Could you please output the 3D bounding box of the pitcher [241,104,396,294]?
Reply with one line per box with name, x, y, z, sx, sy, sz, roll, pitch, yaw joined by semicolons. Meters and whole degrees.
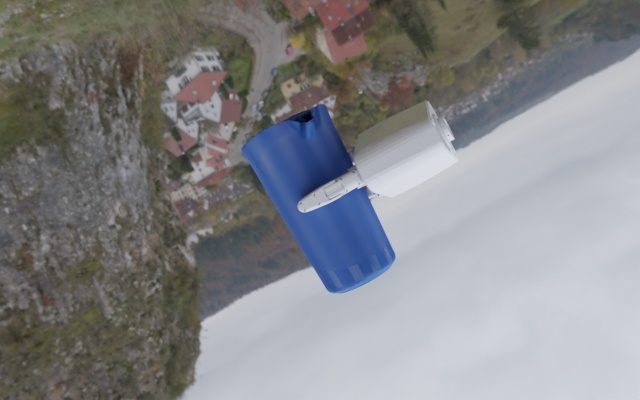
pitcher;0.000;0.002;0.673;0.145;0.243;0.149;-28;0;21
